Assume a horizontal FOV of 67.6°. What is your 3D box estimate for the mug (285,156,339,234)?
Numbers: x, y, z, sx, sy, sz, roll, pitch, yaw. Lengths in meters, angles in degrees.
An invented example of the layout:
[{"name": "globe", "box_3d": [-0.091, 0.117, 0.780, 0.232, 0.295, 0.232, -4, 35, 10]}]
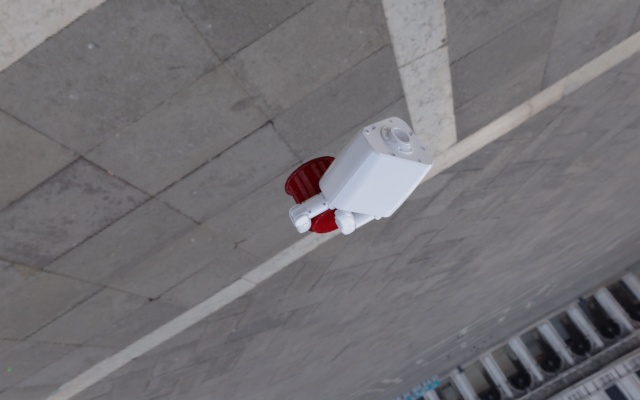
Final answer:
[{"name": "mug", "box_3d": [-0.001, 0.003, 0.715, 0.093, 0.081, 0.117, -7, -34, -39]}]
